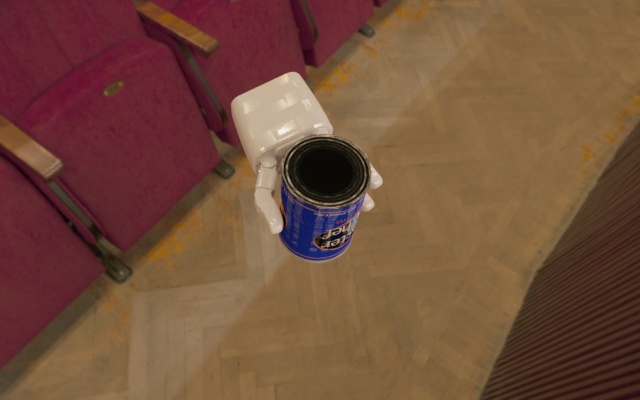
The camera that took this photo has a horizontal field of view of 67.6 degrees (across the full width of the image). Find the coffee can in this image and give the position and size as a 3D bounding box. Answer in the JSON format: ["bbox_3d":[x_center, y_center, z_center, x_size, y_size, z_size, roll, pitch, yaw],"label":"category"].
[{"bbox_3d":[0.000,0.002,0.590,0.103,0.102,0.140,0,-32,-7],"label":"coffee can"}]
